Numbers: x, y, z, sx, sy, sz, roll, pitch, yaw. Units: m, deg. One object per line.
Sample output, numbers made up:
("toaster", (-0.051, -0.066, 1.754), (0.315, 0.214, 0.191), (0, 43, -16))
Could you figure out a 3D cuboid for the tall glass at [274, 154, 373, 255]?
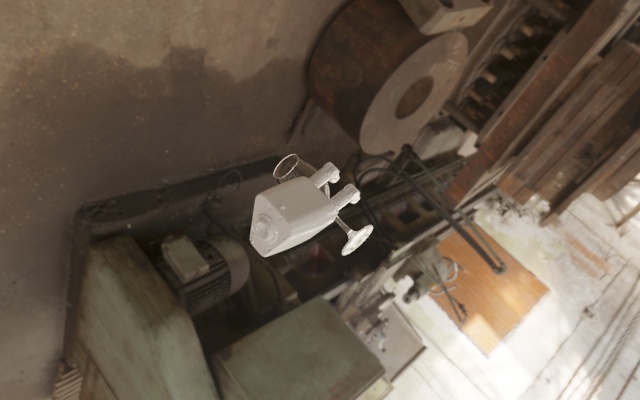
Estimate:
("tall glass", (0.001, 0.003, 0.870), (0.201, 0.079, 0.079), (46, 19, 20))
